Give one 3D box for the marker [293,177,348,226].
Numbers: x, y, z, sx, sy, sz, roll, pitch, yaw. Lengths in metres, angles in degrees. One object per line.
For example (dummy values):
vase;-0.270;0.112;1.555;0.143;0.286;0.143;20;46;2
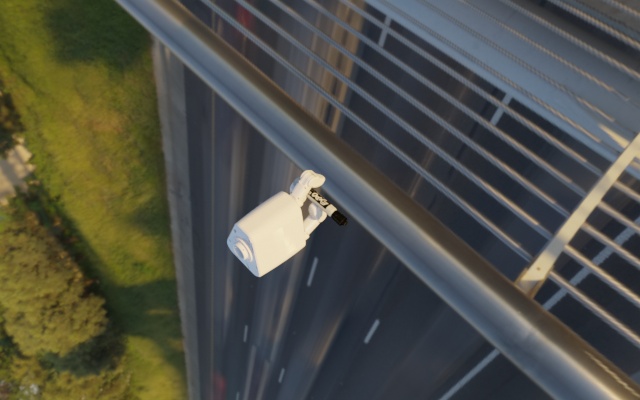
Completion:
marker;0.000;0.003;0.817;0.121;0.020;0.020;41;18;22
